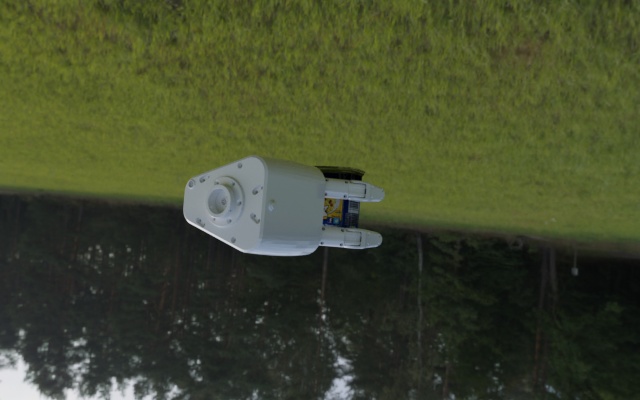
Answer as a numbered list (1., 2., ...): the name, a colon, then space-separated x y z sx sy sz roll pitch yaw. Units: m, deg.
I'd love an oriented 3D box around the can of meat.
1. can of meat: 0.000 0.002 0.590 0.102 0.084 0.057 3 -3 26
